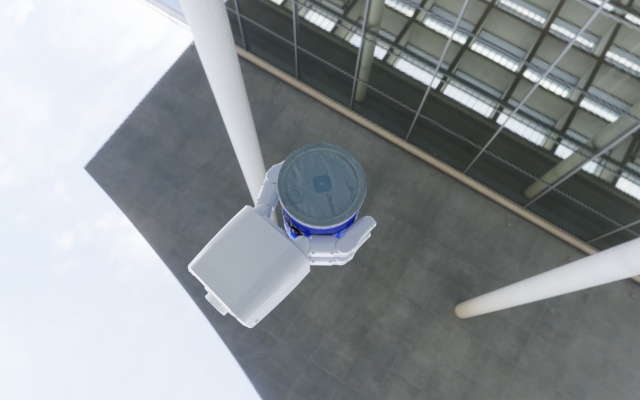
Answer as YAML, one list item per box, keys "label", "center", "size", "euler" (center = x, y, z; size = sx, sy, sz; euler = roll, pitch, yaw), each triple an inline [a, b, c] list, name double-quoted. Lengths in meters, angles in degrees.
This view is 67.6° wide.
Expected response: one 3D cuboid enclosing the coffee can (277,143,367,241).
- label: "coffee can"
  center: [0.000, 0.002, 0.609]
  size: [0.103, 0.102, 0.140]
  euler: [0, -18, -1]
